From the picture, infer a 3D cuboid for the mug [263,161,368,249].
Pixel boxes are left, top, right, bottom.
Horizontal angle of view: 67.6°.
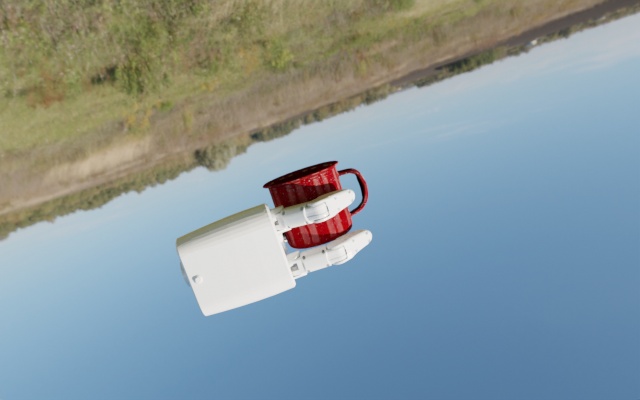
[{"bbox_3d":[0.002,0.002,0.565,0.117,0.081,0.093,-19,10,-5],"label":"mug"}]
